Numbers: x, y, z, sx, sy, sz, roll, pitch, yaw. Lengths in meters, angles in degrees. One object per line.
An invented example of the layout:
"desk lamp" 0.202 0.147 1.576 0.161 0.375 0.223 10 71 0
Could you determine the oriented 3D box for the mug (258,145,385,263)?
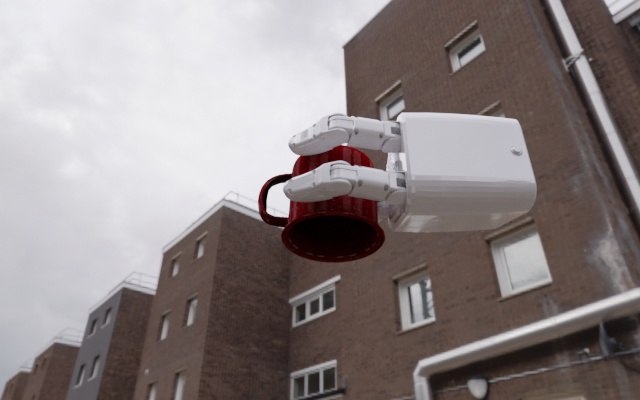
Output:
"mug" -0.001 0.001 0.450 0.117 0.081 0.093 2 -33 -2
